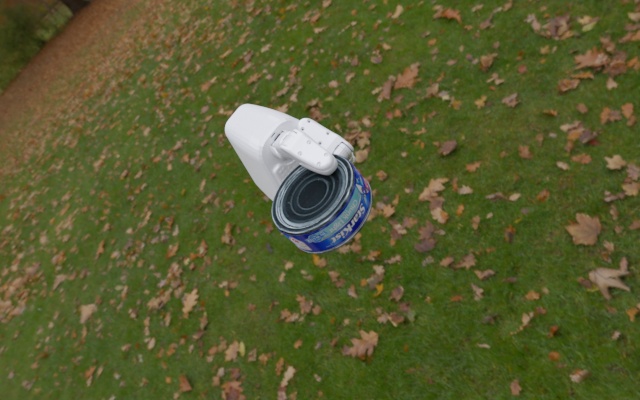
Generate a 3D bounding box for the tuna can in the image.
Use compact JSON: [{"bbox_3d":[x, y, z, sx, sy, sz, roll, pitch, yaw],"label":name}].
[{"bbox_3d":[0.000,0.001,0.416,0.086,0.086,0.034,0,-33,39],"label":"tuna can"}]
